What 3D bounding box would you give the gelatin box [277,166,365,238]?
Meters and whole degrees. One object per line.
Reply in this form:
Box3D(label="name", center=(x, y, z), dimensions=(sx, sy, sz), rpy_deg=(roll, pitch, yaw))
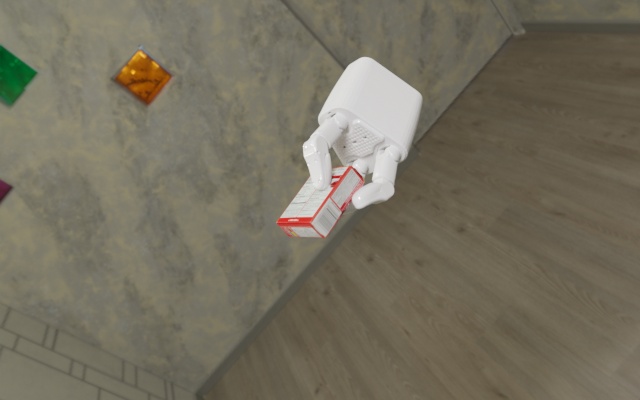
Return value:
Box3D(label="gelatin box", center=(0.000, 0.002, 0.550), dimensions=(0.030, 0.089, 0.073), rpy_deg=(48, -27, -24))
